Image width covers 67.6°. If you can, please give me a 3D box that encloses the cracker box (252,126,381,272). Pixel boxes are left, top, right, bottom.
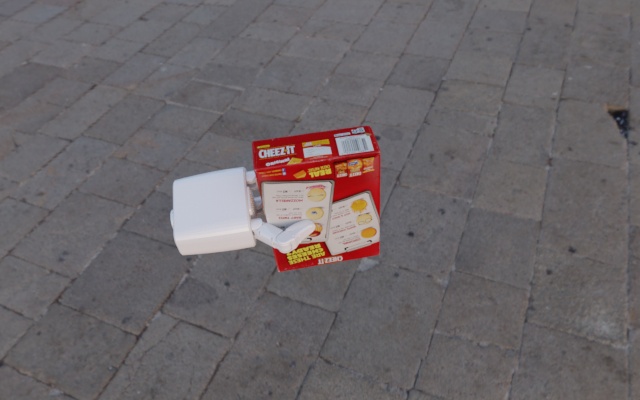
[{"bbox_3d":[0.000,0.002,0.692,0.164,0.072,0.214,-9,-44,-2],"label":"cracker box"}]
